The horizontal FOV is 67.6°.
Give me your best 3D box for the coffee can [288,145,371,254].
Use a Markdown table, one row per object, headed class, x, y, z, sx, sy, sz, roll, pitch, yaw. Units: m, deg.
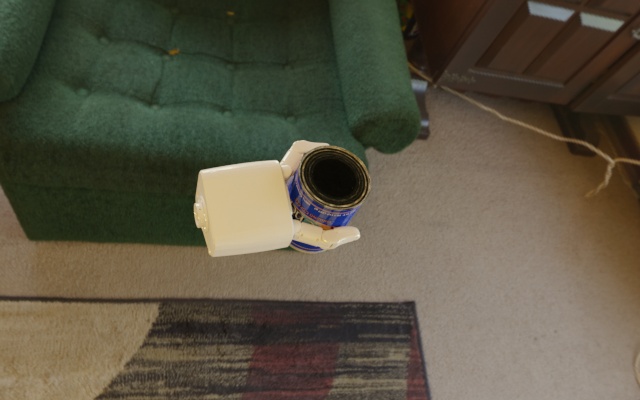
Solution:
| class | x | y | z | sx | sy | sz | roll | pitch | yaw |
| --- | --- | --- | --- | --- | --- | --- | --- | --- | --- |
| coffee can | 0.000 | 0.002 | 0.693 | 0.103 | 0.102 | 0.140 | 0 | -30 | -19 |
